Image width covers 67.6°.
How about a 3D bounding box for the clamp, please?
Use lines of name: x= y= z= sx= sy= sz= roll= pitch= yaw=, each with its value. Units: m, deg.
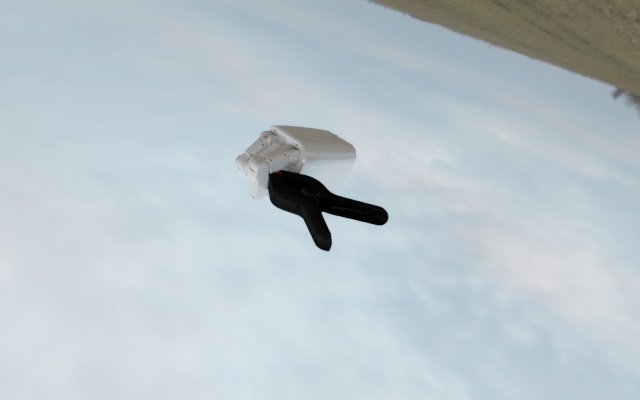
clamp: x=0.000 y=0.002 z=0.611 sx=0.120 sy=0.039 sz=0.171 roll=-7 pitch=34 yaw=-40
